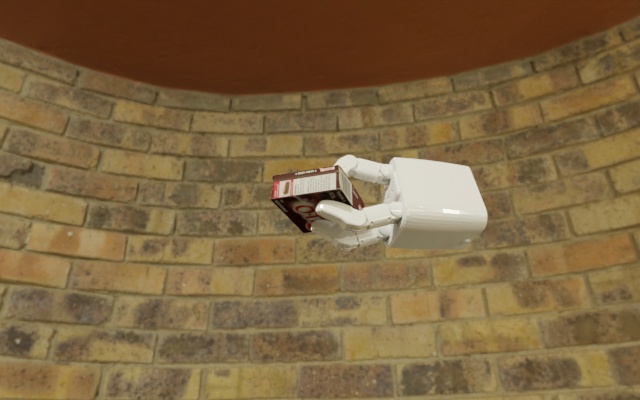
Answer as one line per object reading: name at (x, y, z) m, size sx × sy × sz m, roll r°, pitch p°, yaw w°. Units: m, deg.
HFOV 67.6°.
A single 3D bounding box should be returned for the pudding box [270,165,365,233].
pudding box at (0.000, 0.002, 0.606) m, size 0.090 × 0.039 × 0.113 m, roll -9°, pitch -30°, yaw 18°
